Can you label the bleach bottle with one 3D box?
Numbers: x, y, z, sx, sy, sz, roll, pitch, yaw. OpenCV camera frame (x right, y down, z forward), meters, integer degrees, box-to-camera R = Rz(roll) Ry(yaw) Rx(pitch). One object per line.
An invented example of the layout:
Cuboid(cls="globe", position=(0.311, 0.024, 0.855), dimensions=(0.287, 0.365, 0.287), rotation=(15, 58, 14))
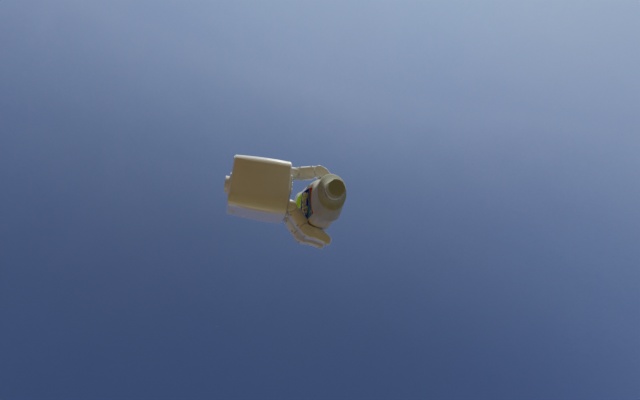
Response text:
Cuboid(cls="bleach bottle", position=(0.000, 0.003, 0.870), dimensions=(0.068, 0.102, 0.251), rotation=(8, -16, -10))
